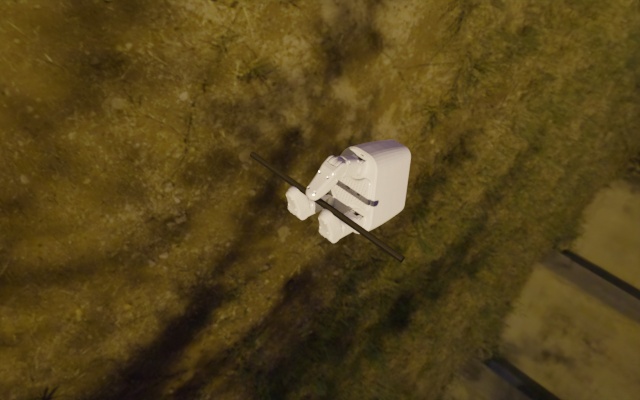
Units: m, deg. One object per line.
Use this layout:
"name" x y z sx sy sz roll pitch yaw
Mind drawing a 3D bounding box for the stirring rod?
"stirring rod" 0.000 0.002 0.568 0.239 0.011 0.011 35 17 26
